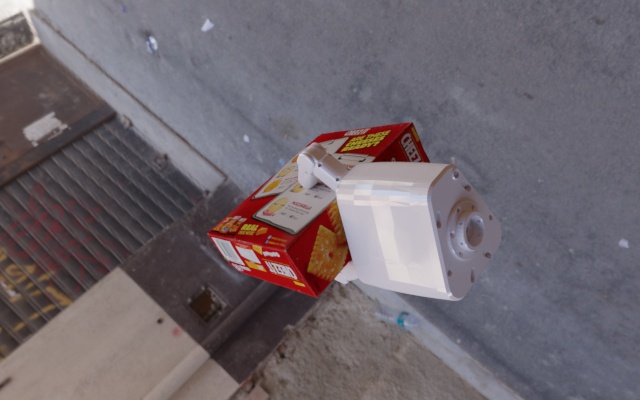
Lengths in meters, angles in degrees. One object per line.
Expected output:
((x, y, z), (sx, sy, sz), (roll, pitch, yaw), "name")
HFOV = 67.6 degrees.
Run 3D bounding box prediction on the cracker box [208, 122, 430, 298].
((0.000, 0.002, 0.547), (0.213, 0.072, 0.164), (-44, 27, -28), "cracker box")
